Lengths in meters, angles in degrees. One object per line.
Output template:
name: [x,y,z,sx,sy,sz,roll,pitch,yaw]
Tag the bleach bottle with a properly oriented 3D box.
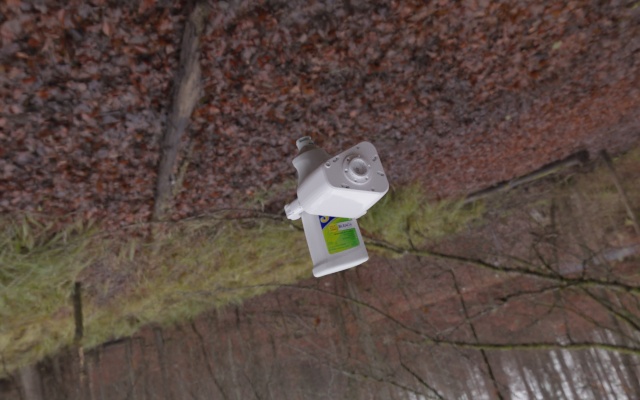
bleach bottle: [0.000,0.003,0.863,0.102,0.250,0.068,-12,-15,-27]
